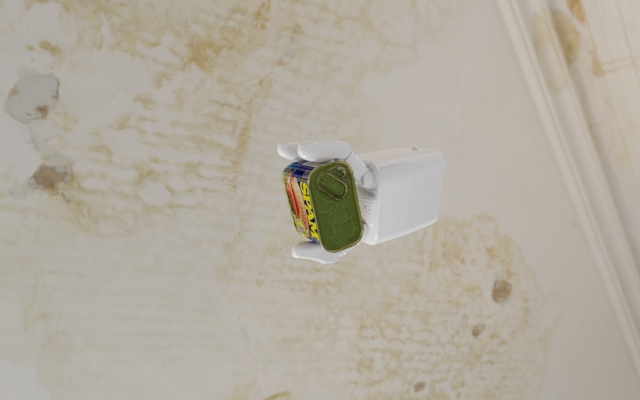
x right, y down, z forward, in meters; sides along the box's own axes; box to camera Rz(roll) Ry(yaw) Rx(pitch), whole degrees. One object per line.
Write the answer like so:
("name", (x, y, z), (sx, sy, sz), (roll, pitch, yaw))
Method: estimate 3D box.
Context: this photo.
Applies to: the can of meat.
("can of meat", (0.000, 0.002, 0.567), (0.057, 0.102, 0.084), (-19, 17, -23))
